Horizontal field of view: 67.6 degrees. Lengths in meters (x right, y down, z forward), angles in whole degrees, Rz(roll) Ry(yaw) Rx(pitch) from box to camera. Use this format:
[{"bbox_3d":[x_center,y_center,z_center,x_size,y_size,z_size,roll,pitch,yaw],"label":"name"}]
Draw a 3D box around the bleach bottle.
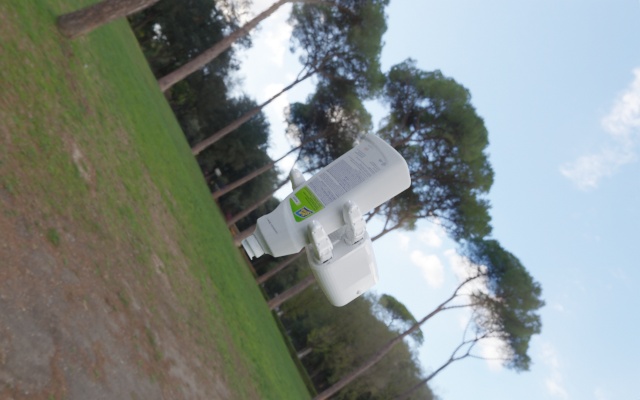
[{"bbox_3d":[0.000,0.002,0.685,0.251,0.068,0.102,-31,42,-10],"label":"bleach bottle"}]
